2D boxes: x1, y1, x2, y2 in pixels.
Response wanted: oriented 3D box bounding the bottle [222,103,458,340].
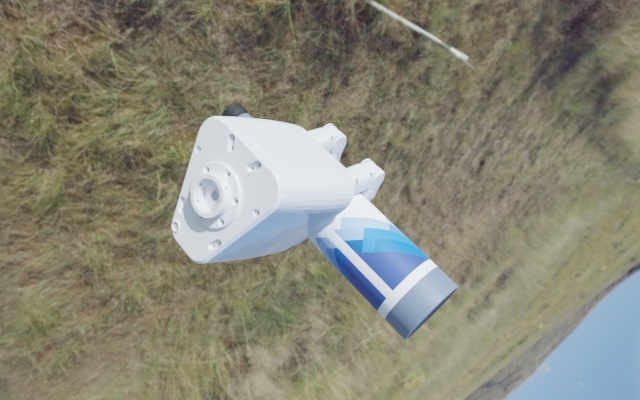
[{"bbox_3d":[0.000,0.002,0.469,0.295,0.069,0.069,45,19,21],"label":"bottle"}]
